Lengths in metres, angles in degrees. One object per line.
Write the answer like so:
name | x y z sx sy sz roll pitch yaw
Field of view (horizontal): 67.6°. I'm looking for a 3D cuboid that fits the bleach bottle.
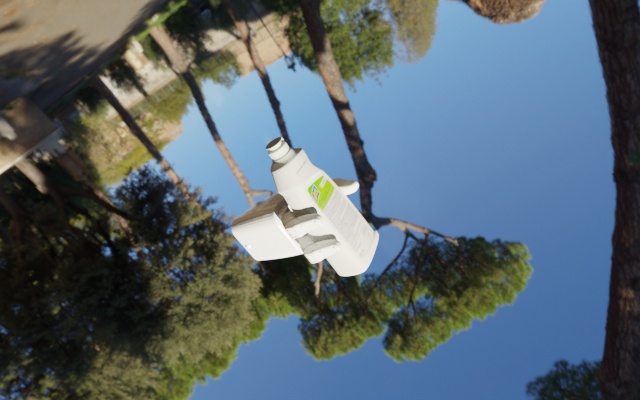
bleach bottle | 0.000 0.003 0.751 0.068 0.251 0.102 -16 33 34
